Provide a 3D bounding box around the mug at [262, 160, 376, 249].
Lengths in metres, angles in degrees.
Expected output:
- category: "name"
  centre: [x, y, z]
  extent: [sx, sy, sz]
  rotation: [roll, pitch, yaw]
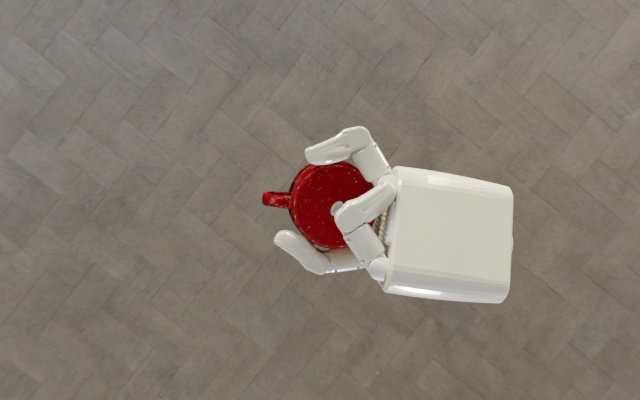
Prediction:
- category: "mug"
  centre: [-0.001, 0.001, 0.477]
  extent: [0.117, 0.093, 0.081]
  rotation: [7, 3, -2]
